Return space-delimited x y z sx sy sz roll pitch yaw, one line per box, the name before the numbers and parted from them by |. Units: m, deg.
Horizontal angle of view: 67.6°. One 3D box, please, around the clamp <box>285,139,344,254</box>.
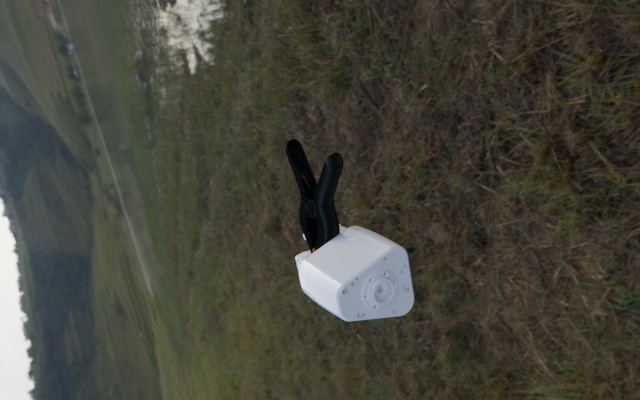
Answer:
clamp | 0.000 0.002 0.648 0.039 0.171 0.120 -18 16 -23
